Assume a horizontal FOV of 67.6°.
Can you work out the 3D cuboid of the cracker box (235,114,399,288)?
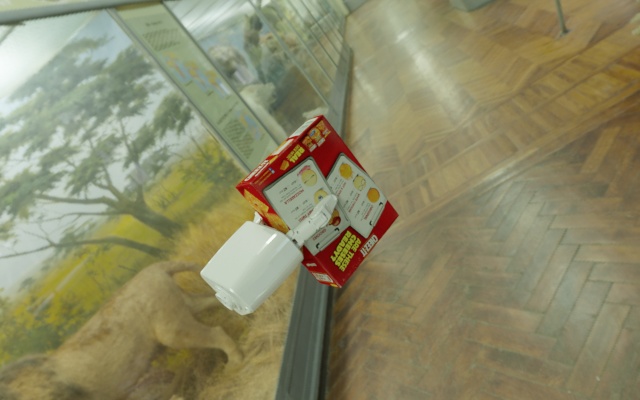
[{"bbox_3d":[0.000,0.002,0.746,0.164,0.214,0.072,-47,20,-24],"label":"cracker box"}]
